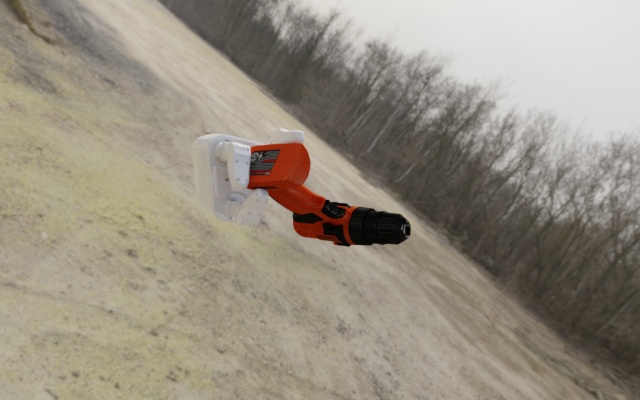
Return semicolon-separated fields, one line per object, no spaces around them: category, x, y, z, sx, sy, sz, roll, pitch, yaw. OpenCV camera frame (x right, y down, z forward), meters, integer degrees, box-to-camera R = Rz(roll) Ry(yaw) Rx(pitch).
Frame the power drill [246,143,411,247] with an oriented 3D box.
power drill;0.000;0.002;0.599;0.184;0.057;0.188;0;-30;40
